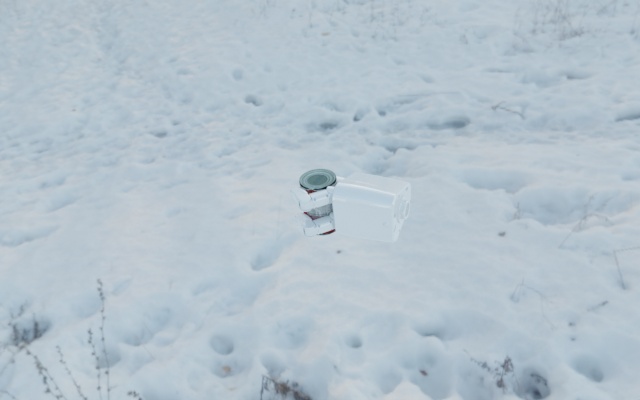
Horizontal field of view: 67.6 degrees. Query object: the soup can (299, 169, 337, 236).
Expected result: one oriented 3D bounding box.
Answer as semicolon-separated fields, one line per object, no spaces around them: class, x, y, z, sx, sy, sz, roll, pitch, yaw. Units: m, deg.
soup can;0.000;0.002;0.859;0.068;0.102;0.068;-5;35;3
